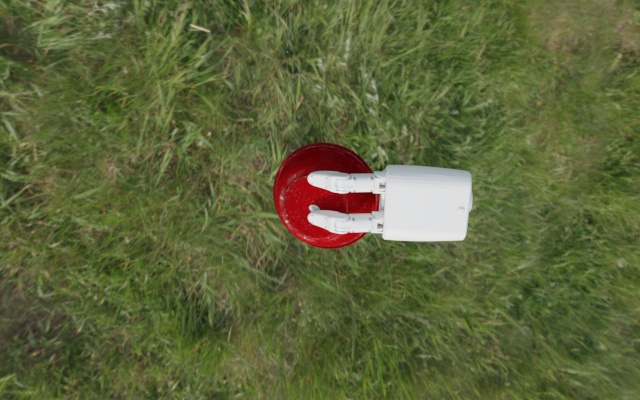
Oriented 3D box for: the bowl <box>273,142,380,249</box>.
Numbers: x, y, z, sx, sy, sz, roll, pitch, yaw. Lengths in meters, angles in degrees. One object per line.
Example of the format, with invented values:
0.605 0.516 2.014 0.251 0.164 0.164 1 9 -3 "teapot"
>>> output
-0.001 0.003 0.673 0.162 0.162 0.055 0 17 16 "bowl"
